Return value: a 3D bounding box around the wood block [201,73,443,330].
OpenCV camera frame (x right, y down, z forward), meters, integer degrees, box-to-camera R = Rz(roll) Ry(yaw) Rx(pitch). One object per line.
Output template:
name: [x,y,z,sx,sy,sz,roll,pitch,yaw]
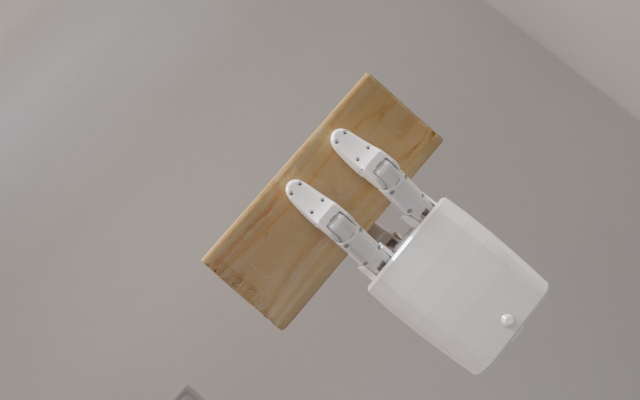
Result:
wood block: [0.000,0.002,0.431,0.090,0.206,0.091,41,-7,-1]
